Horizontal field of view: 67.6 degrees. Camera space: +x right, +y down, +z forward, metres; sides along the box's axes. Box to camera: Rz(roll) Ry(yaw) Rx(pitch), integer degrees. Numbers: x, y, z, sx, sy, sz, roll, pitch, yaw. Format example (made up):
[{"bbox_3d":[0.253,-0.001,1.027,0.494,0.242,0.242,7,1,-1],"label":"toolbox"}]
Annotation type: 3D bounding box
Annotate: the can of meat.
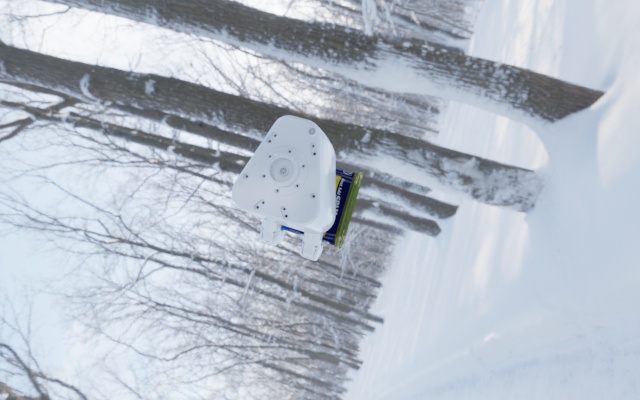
[{"bbox_3d":[0.000,0.002,0.619,0.084,0.102,0.057,16,1,9],"label":"can of meat"}]
